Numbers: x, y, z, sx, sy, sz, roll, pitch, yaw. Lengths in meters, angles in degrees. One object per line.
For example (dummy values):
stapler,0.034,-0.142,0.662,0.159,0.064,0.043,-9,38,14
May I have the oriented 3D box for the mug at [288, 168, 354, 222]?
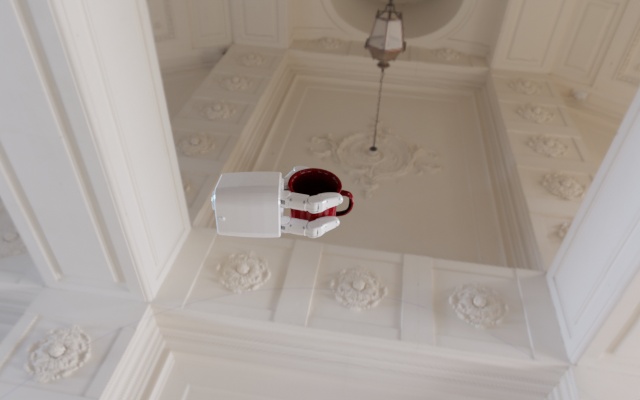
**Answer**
mug,0.002,0.003,0.844,0.117,0.082,0.093,2,40,-3
